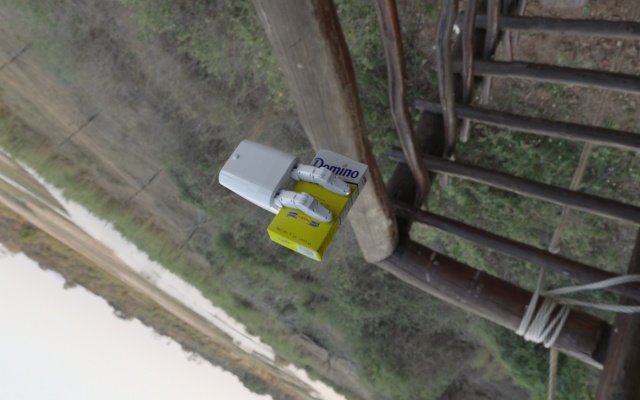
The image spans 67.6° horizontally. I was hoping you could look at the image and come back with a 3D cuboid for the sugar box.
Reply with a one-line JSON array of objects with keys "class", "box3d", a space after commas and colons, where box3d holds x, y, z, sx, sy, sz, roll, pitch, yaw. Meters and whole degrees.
[{"class": "sugar box", "box3d": [0.000, 0.002, 0.774, 0.093, 0.176, 0.048, 23, -23, 18]}]
